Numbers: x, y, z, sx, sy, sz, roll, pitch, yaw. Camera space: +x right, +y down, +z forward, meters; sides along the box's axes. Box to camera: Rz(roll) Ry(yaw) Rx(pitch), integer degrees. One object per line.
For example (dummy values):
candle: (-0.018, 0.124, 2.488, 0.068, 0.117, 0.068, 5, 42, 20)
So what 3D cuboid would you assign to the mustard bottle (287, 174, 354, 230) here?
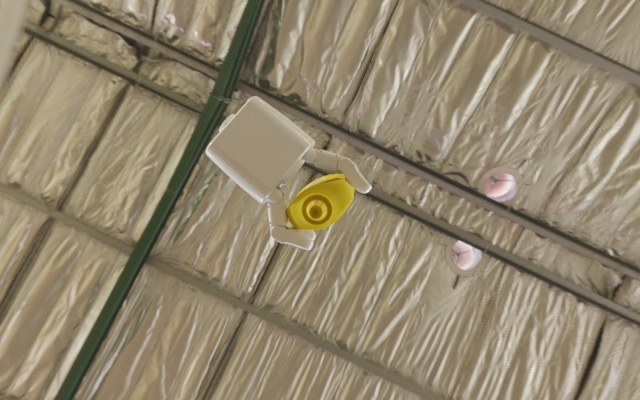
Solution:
mustard bottle: (0.000, 0.002, 0.674, 0.096, 0.058, 0.191, -25, 4, 6)
